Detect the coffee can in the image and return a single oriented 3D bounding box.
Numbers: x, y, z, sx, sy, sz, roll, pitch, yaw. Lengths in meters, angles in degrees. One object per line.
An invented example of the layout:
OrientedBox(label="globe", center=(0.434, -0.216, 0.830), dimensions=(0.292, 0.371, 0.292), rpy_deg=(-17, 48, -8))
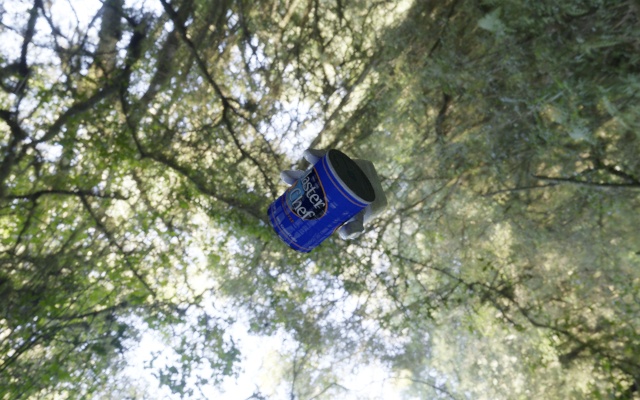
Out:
OrientedBox(label="coffee can", center=(0.000, 0.002, 0.748), dimensions=(0.140, 0.102, 0.103), rpy_deg=(-40, -19, 23))
